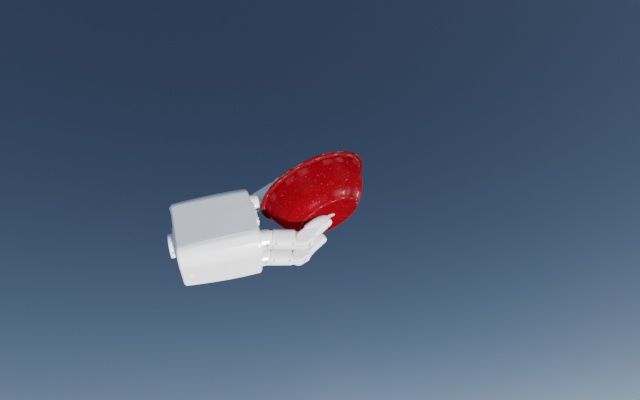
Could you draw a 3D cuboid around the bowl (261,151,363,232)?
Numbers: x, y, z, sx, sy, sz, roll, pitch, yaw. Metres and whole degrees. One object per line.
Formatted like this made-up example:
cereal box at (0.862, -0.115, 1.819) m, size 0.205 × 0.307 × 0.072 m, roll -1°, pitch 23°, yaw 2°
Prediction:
bowl at (0.001, 0.002, 0.676) m, size 0.162 × 0.055 × 0.162 m, roll -24°, pitch -24°, yaw -12°
